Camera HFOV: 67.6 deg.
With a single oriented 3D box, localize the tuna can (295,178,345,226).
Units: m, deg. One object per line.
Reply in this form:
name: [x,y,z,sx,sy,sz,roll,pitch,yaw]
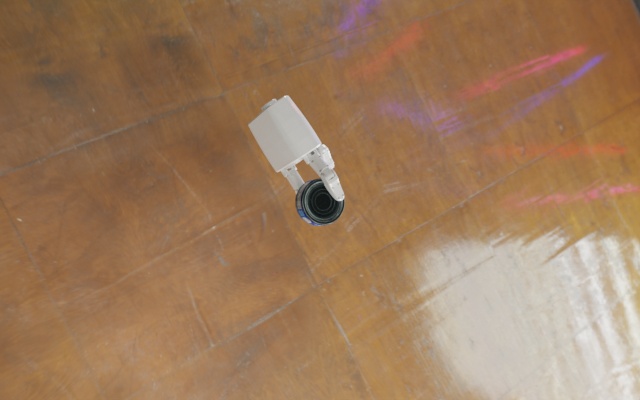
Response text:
tuna can: [0.000,0.003,0.859,0.086,0.086,0.034,0,-3,-23]
